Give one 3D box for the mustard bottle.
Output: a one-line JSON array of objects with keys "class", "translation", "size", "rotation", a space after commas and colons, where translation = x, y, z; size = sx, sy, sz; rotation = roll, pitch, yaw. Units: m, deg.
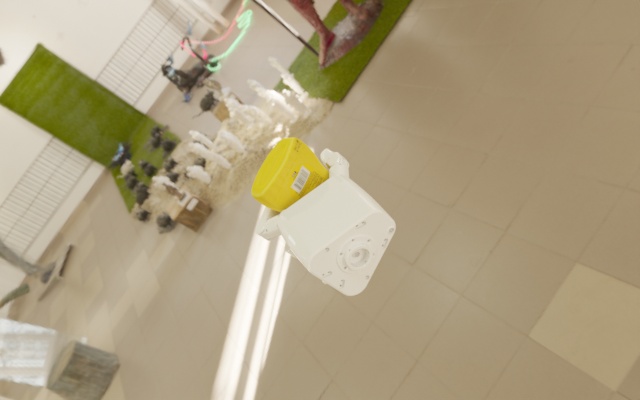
[{"class": "mustard bottle", "translation": [0.000, 0.002, 0.671], "size": [0.192, 0.096, 0.058], "rotation": [37, -19, -32]}]
